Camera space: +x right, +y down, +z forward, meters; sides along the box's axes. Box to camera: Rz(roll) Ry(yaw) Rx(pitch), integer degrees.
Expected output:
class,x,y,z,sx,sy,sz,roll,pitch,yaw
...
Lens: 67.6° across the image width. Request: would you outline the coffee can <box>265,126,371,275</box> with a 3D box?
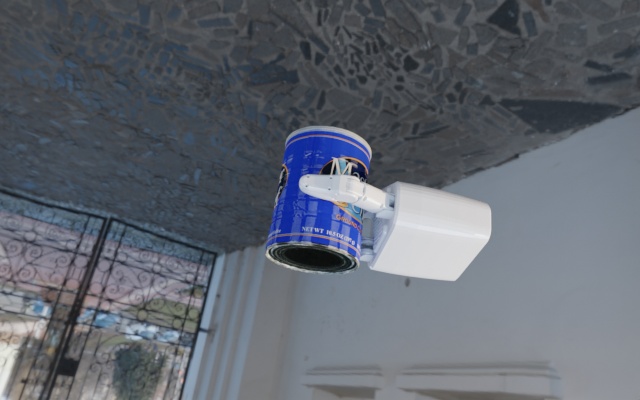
class,x,y,z,sx,sy,sz,roll,pitch,yaw
coffee can,0.000,0.002,0.541,0.103,0.140,0.103,7,-24,3
